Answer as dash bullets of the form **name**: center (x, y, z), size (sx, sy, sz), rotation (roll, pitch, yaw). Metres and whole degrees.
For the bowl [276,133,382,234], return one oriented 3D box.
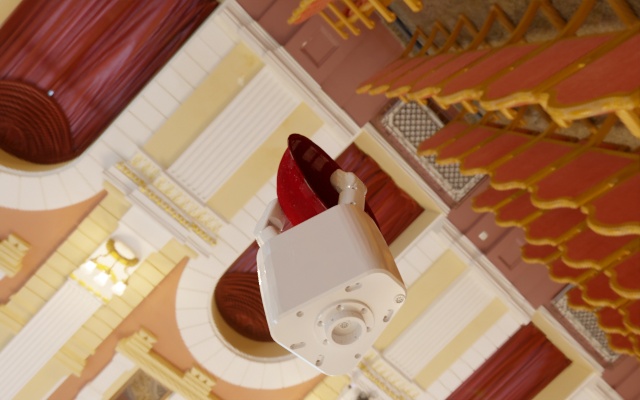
- **bowl**: center (0.000, 0.002, 0.549), size (0.055, 0.162, 0.162), rotation (-38, -14, 18)
